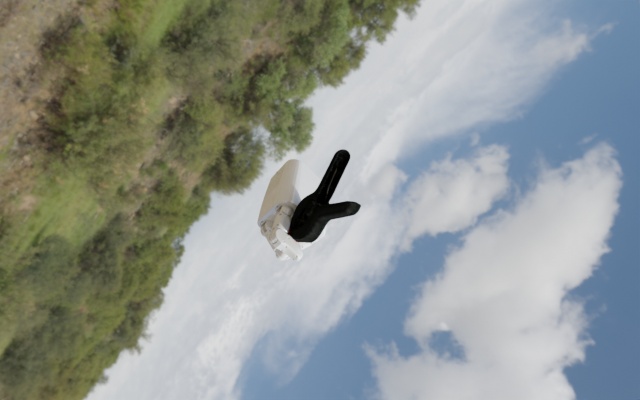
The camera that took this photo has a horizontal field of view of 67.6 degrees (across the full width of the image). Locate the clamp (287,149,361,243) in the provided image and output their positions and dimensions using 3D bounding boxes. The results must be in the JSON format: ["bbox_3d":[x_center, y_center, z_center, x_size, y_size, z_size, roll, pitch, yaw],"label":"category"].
[{"bbox_3d":[0.001,0.003,0.733,0.039,0.120,0.171,28,-43,-26],"label":"clamp"}]
